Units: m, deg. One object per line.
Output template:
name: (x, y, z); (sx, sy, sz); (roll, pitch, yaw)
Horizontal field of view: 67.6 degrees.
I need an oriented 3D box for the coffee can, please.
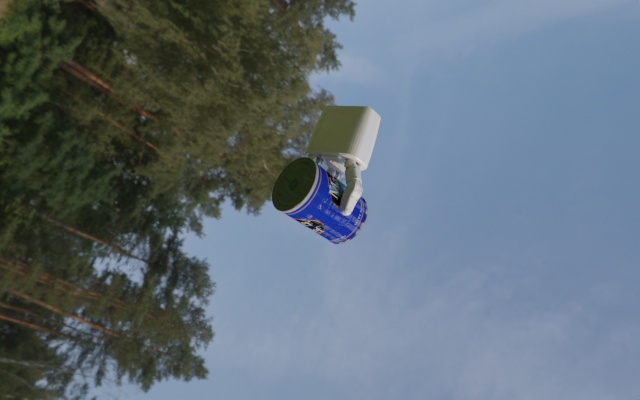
coffee can: (0.000, 0.003, 0.836); (0.103, 0.102, 0.140); (0, -26, 47)
